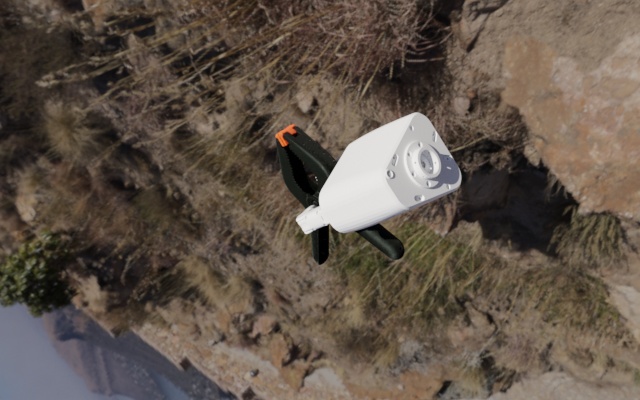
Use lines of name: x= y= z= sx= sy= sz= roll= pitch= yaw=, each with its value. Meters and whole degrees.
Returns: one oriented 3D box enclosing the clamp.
clamp: x=-0.001 y=0.002 z=0.629 sx=0.036 sy=0.210 sz=0.164 roll=-41 pitch=10 yaw=-38
